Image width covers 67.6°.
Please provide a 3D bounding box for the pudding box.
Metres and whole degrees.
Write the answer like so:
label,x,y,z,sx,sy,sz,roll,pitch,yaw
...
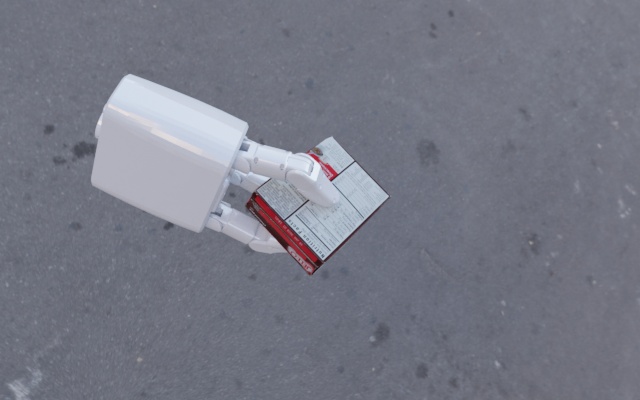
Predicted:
label,x,y,z,sx,sy,sz,roll,pitch,yaw
pudding box,0.000,0.001,0.452,0.113,0.090,0.039,-40,-5,-33
